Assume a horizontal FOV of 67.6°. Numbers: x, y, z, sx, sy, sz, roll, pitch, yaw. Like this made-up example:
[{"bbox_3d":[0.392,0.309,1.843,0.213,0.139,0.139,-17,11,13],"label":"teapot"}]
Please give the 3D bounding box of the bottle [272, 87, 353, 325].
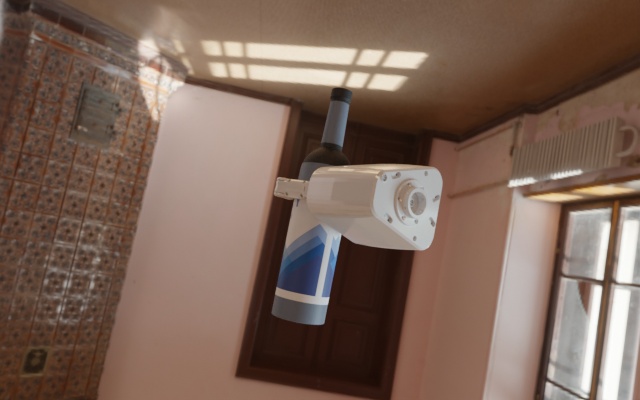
[{"bbox_3d":[0.000,0.002,0.604,0.069,0.295,0.069,11,-6,1],"label":"bottle"}]
